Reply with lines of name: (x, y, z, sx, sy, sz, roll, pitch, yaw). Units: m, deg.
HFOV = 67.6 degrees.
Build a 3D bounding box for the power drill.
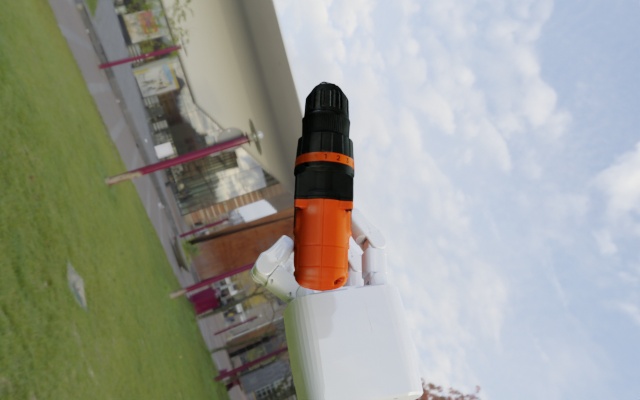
power drill: (0.000, 0.002, 0.476, 0.057, 0.184, 0.188, 4, -15, 1)
